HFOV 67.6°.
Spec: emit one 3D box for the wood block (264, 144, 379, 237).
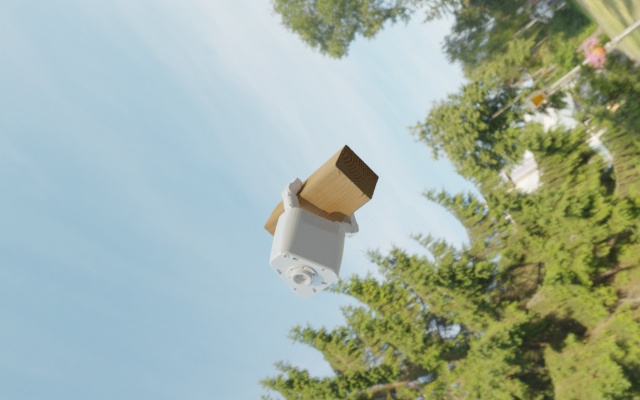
[{"bbox_3d":[0.000,0.003,0.894,0.206,0.091,0.090,-39,13,32],"label":"wood block"}]
